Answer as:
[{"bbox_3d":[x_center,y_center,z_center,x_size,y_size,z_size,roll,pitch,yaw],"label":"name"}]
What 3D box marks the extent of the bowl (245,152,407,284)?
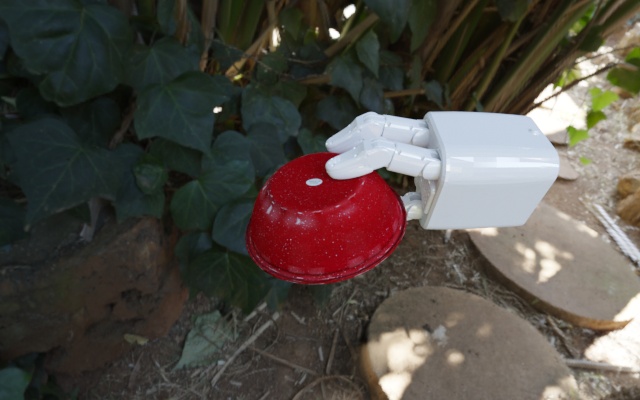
[{"bbox_3d":[-0.001,0.002,0.458,0.162,0.055,0.162,-8,39,6],"label":"bowl"}]
